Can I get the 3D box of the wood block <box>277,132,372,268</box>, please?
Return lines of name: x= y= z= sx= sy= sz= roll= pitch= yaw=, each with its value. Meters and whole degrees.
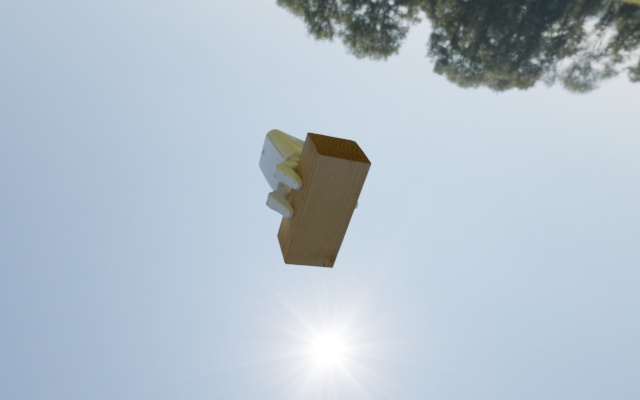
wood block: x=0.000 y=0.003 z=0.803 sx=0.091 sy=0.206 sz=0.090 roll=7 pitch=29 yaw=-20
